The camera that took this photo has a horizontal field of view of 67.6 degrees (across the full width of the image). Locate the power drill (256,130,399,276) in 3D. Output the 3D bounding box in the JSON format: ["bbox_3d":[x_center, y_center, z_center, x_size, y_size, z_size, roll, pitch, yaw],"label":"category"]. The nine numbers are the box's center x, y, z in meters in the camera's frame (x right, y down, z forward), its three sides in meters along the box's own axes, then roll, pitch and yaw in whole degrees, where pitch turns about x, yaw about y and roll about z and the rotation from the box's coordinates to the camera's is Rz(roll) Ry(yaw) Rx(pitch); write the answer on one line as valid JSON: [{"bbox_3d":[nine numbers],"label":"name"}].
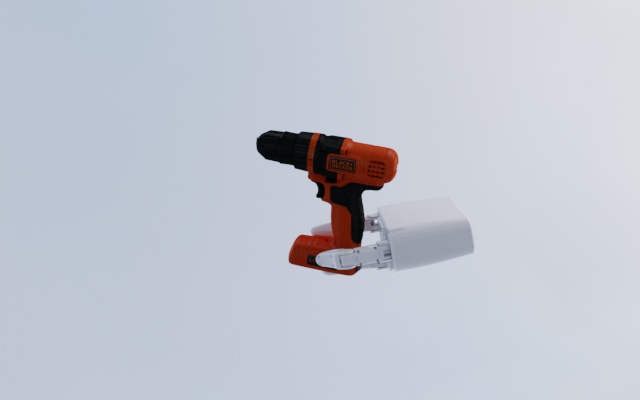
[{"bbox_3d":[0.000,0.003,0.637,0.184,0.188,0.057,11,28,10],"label":"power drill"}]
